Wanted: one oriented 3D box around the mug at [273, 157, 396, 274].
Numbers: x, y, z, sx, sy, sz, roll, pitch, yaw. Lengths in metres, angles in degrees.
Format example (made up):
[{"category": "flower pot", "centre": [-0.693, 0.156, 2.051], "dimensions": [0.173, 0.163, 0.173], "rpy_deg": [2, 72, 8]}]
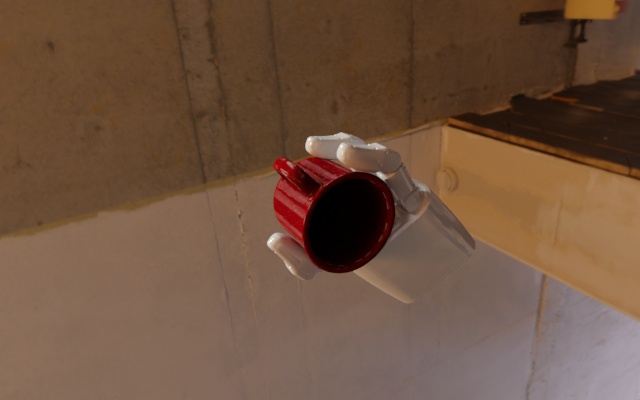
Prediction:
[{"category": "mug", "centre": [-0.001, 0.001, 0.433], "dimensions": [0.117, 0.093, 0.081], "rpy_deg": [40, -3, -35]}]
